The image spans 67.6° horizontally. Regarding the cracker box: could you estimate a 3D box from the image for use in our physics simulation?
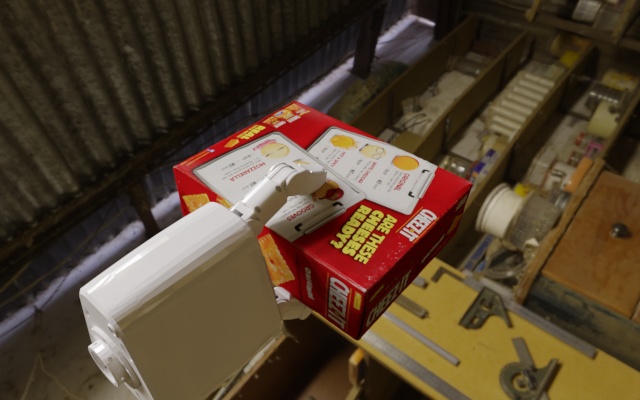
[{"bbox_3d":[0.000,0.001,0.439,0.213,0.072,0.164,30,48,28],"label":"cracker box"}]
